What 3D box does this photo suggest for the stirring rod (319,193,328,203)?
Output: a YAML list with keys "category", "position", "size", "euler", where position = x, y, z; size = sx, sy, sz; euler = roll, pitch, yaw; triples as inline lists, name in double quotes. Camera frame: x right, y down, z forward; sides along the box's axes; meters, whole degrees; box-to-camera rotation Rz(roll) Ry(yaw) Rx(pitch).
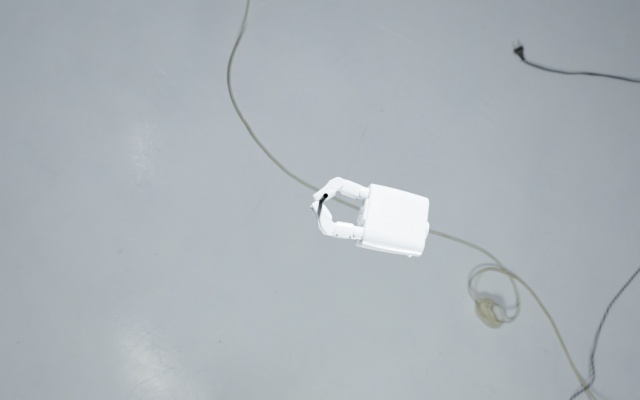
- category: "stirring rod"
  position: [0.000, 0.003, 0.813]
  size: [0.011, 0.011, 0.239]
  euler: [0, -5, -4]
